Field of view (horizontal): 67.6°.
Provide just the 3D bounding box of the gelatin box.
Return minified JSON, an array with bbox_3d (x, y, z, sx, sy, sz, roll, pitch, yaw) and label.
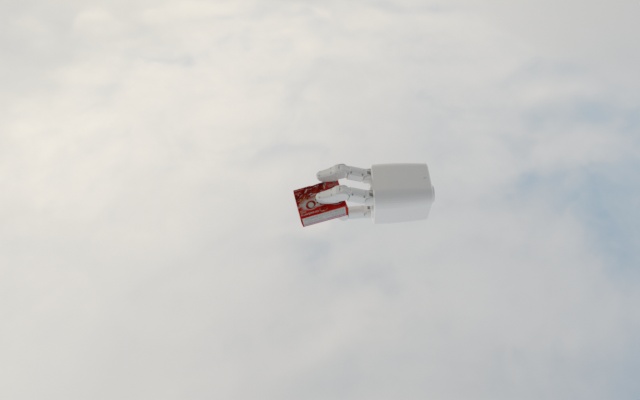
[{"bbox_3d":[0.000,0.003,0.881,0.089,0.073,0.030,-16,-41,-2],"label":"gelatin box"}]
